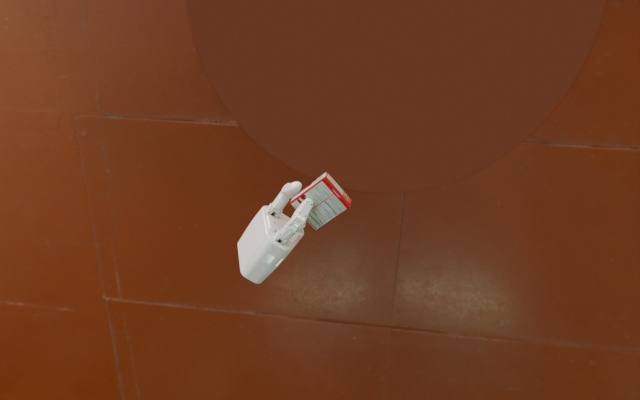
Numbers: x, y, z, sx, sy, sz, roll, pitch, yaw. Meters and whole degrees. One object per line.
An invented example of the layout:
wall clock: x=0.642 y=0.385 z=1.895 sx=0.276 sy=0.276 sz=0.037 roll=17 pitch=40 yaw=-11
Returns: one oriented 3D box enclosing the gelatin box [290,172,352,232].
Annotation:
gelatin box: x=0.000 y=0.003 z=0.864 sx=0.089 sy=0.073 sz=0.030 roll=-36 pitch=15 yaw=24
